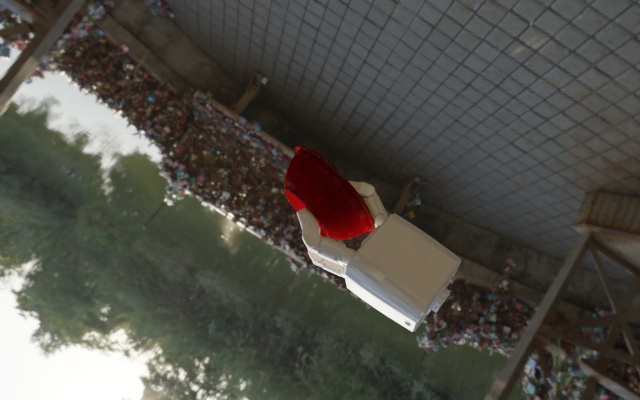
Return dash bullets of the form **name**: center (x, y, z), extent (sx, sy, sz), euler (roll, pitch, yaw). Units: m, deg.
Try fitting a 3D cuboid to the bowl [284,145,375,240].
- **bowl**: center (-0.001, 0.002, 0.665), extent (0.055, 0.162, 0.162), euler (-42, 11, -13)
